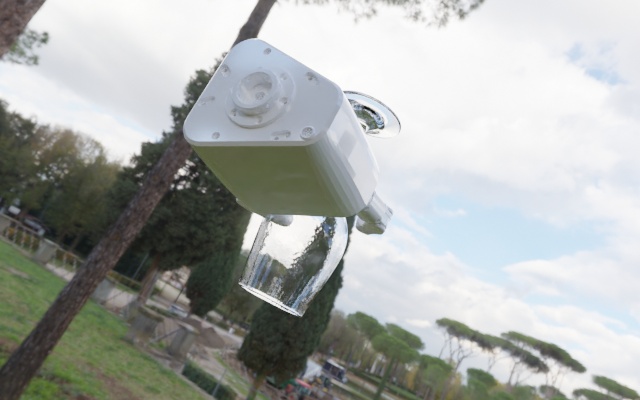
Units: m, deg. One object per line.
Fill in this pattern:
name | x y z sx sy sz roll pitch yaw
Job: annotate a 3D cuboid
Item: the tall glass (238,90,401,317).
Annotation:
tall glass | 0.000 0.001 0.437 0.079 0.201 0.079 25 -16 8
